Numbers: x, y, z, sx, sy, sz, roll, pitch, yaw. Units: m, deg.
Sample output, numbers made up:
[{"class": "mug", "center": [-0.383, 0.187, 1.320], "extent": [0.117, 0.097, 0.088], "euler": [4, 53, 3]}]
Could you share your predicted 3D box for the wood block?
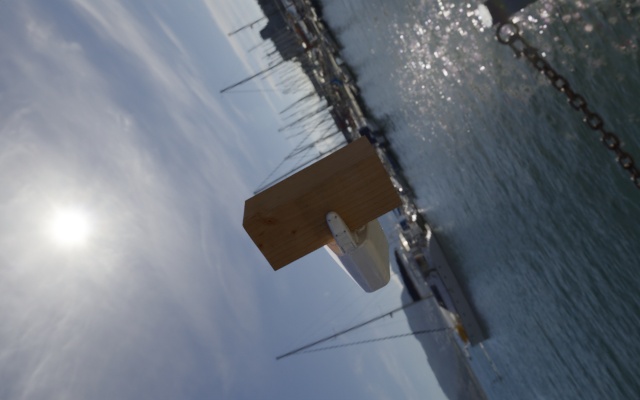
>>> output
[{"class": "wood block", "center": [0.000, 0.003, 0.691], "extent": [0.206, 0.090, 0.090], "euler": [-29, 24, 6]}]
